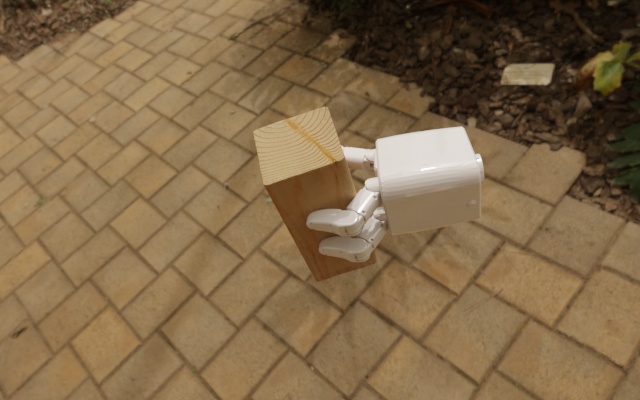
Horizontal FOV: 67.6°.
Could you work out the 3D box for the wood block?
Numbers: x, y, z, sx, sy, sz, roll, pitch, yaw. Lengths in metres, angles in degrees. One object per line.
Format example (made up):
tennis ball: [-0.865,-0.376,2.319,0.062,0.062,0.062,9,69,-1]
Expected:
wood block: [0.000,0.001,0.583,0.090,0.090,0.206,-18,-41,3]
